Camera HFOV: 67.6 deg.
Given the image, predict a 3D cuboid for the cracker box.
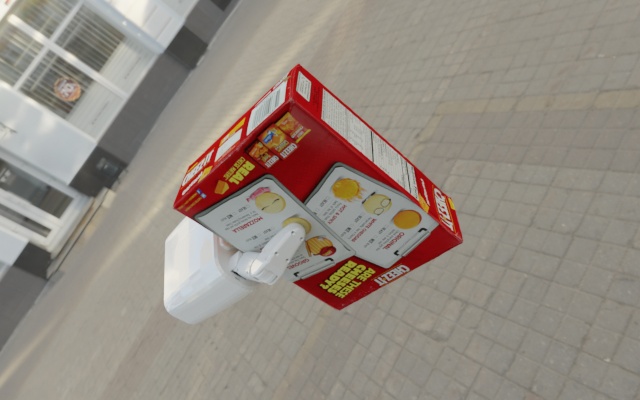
[{"bbox_3d":[0.000,0.002,0.452,0.214,0.072,0.164,36,-54,-27],"label":"cracker box"}]
